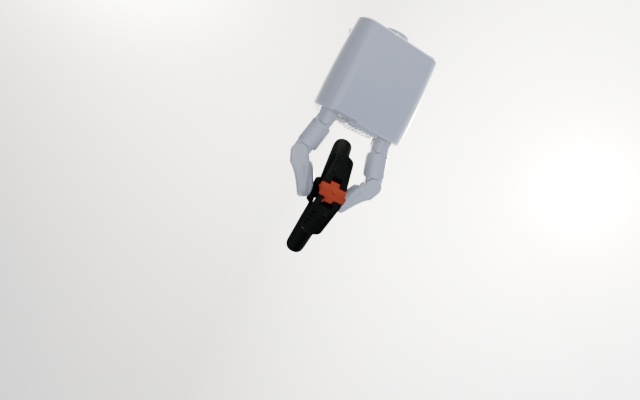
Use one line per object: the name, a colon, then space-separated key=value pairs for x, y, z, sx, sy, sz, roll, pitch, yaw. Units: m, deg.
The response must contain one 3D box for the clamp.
clamp: x=0.001 y=0.002 z=0.554 sx=0.036 sy=0.164 sz=0.210 roll=25 pitch=5 yaw=-4
